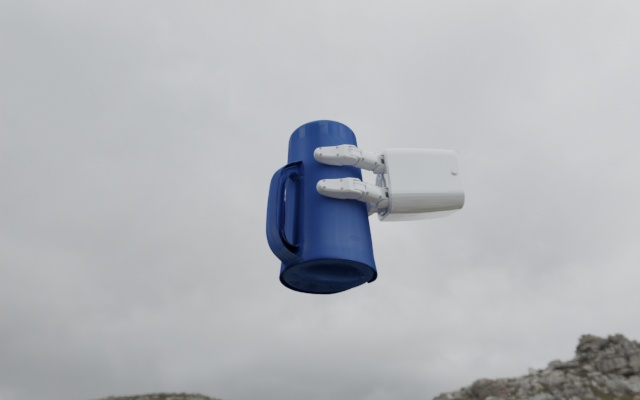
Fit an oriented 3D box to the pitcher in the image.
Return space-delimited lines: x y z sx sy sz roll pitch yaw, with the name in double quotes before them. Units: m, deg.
"pitcher" 0.000 0.002 0.691 0.145 0.242 0.149 -2 -30 -2
